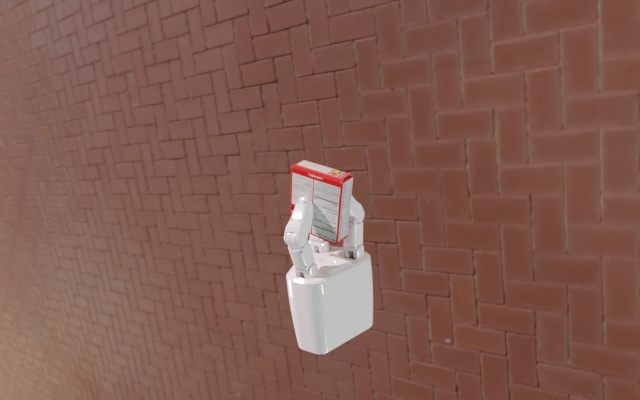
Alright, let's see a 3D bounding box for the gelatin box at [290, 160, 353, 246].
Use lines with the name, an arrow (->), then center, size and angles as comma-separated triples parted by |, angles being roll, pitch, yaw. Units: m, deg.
gelatin box -> 0.000, 0.002, 0.589 | 0.073, 0.089, 0.030 | 19, 32, 28
